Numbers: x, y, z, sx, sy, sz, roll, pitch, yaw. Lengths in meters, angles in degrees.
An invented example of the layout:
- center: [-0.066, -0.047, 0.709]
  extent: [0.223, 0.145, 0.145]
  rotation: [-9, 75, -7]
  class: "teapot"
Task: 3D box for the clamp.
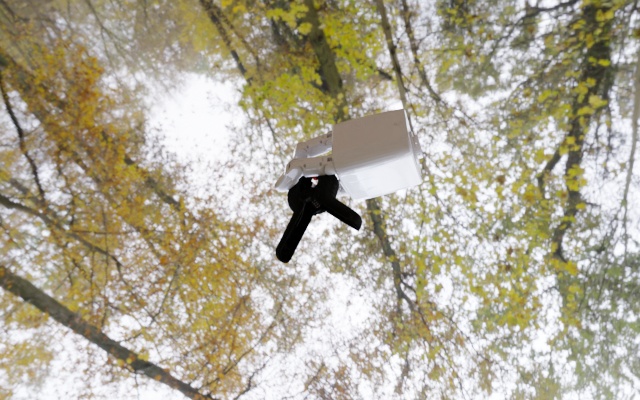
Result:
- center: [0.000, 0.002, 0.648]
  extent: [0.120, 0.171, 0.039]
  rotation: [-15, -47, 18]
  class: "clamp"
